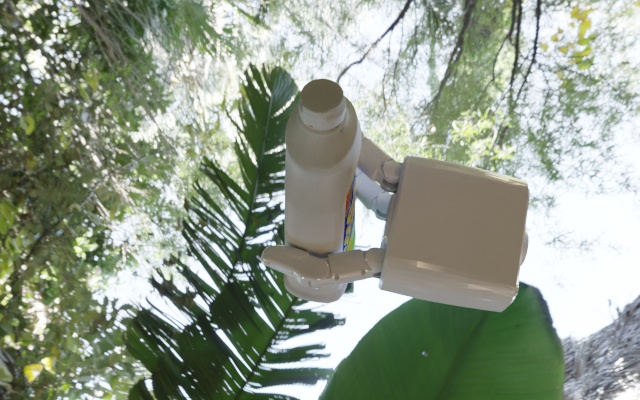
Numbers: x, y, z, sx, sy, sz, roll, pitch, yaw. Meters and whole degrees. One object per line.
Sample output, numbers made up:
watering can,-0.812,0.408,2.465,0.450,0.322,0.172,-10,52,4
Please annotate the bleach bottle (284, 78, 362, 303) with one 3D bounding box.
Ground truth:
bleach bottle,0.000,0.001,0.409,0.068,0.102,0.251,12,-28,7
